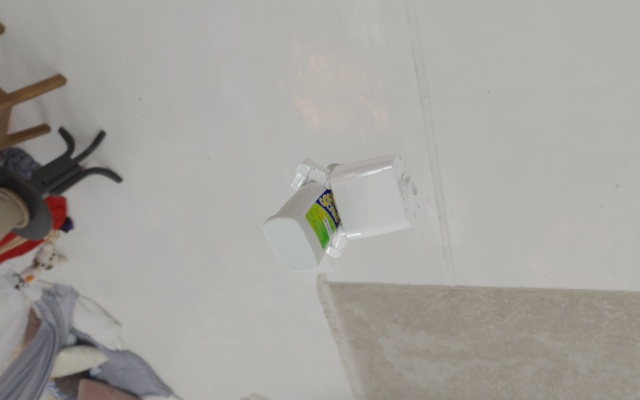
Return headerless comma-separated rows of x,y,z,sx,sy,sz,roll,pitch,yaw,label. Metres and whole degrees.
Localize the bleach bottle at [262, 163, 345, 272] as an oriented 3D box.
0.000,0.003,0.781,0.068,0.103,0.250,-13,26,30,bleach bottle
